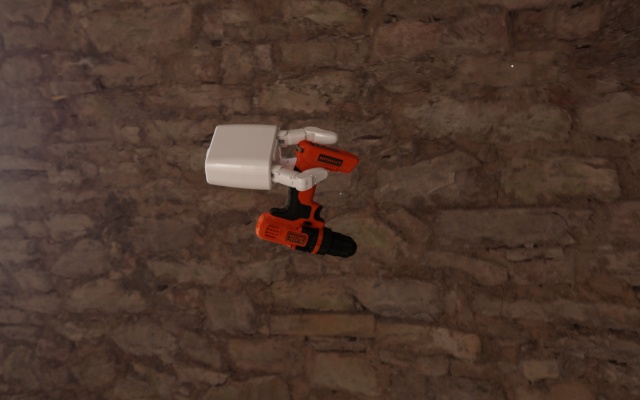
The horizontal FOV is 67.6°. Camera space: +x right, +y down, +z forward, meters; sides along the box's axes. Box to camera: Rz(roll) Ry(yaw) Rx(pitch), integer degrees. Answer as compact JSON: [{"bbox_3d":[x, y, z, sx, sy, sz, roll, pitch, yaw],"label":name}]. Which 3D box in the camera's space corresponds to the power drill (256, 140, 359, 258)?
[{"bbox_3d":[0.000,0.002,0.819,0.184,0.188,0.057,15,13,-17],"label":"power drill"}]
